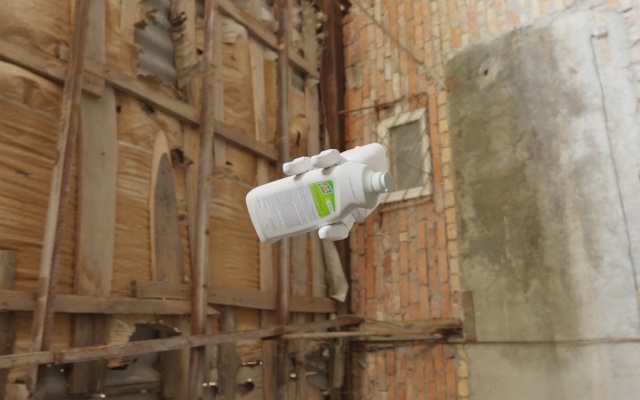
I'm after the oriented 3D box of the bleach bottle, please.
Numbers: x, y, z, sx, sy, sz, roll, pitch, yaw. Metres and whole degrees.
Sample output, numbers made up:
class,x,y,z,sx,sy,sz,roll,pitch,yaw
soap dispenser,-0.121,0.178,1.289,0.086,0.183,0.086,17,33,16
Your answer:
class,x,y,z,sx,sy,sz,roll,pitch,yaw
bleach bottle,0.000,0.002,0.754,0.251,0.102,0.068,-12,14,35
